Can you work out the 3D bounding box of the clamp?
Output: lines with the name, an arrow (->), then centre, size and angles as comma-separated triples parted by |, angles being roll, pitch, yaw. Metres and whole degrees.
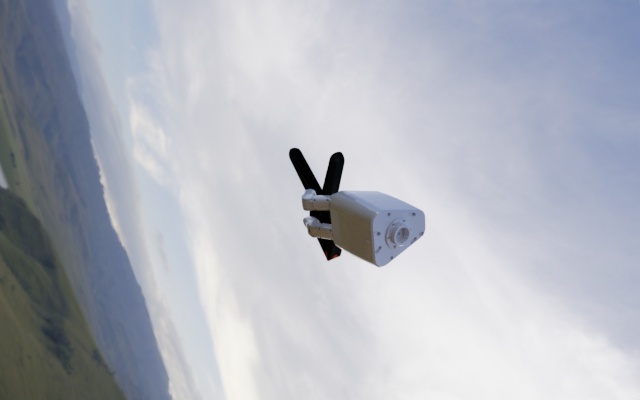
clamp -> 0.001, 0.003, 0.845 | 0.036, 0.210, 0.164 | -18, 24, -26
